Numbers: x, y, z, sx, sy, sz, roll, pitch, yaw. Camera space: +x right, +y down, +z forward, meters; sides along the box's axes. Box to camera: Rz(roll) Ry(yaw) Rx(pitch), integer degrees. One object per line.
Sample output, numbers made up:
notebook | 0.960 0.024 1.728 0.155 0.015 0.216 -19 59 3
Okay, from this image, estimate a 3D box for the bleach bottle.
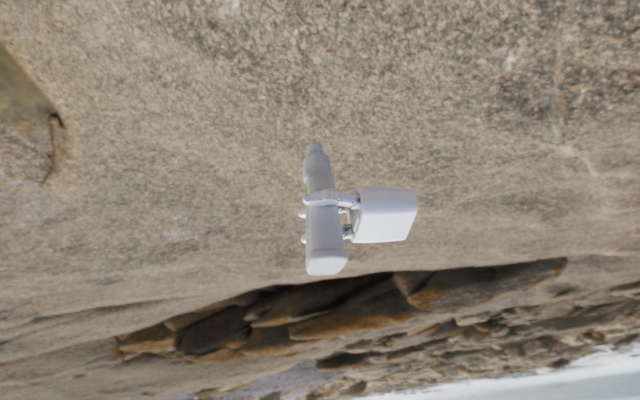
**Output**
bleach bottle | 0.000 0.003 0.873 0.068 0.250 0.103 0 -26 -10
